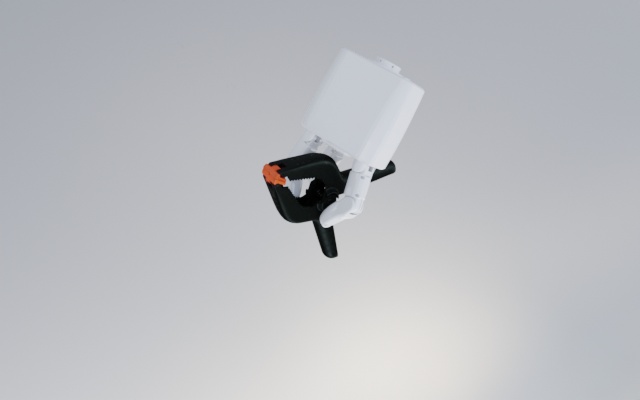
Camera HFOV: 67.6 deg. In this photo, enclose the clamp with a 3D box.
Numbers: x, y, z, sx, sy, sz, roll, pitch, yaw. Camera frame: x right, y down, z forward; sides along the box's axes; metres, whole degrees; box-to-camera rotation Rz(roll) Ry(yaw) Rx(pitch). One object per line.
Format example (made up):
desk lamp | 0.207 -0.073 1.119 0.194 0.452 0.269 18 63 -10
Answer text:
clamp | 0.000 0.002 0.612 0.210 0.164 0.036 11 22 -49
